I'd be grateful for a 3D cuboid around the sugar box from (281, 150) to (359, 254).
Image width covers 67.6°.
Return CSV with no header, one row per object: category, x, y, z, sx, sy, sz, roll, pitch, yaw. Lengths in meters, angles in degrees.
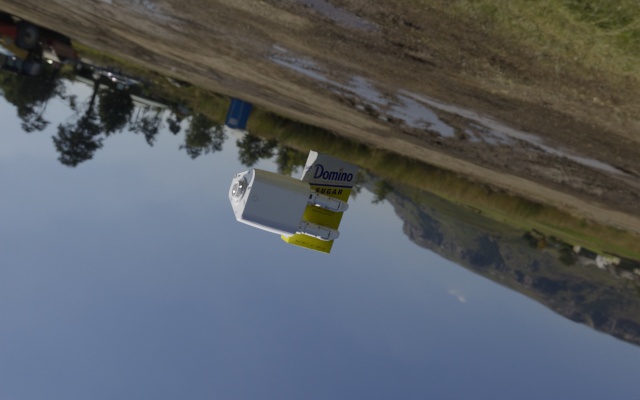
sugar box,0.000,0.003,0.894,0.093,0.176,0.048,17,6,-26
